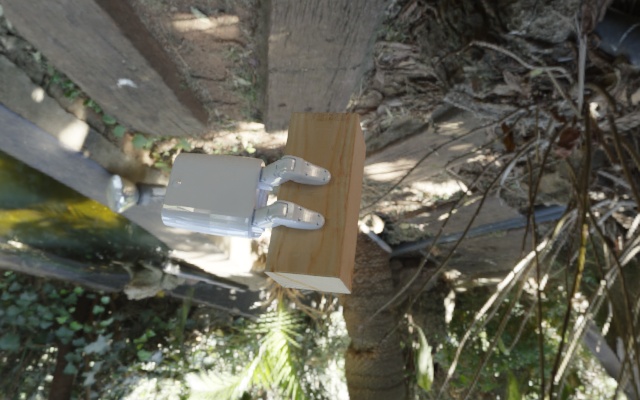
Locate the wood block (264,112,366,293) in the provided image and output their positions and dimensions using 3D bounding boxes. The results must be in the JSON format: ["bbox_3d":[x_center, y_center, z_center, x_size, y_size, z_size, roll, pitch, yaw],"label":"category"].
[{"bbox_3d":[0.000,0.002,0.598,0.090,0.206,0.091,3,-21,13],"label":"wood block"}]
